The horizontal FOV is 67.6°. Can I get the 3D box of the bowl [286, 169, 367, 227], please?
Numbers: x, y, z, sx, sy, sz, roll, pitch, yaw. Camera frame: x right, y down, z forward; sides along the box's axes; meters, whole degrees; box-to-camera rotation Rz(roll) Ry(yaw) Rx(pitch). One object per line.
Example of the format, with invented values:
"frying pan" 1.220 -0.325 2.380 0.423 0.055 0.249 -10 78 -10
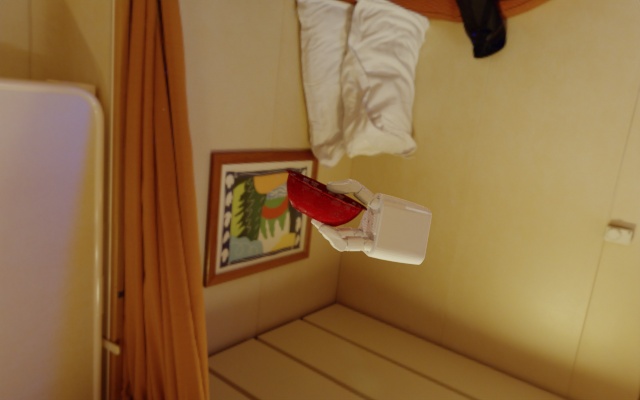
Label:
"bowl" -0.001 0.003 0.853 0.162 0.055 0.162 26 6 -3
